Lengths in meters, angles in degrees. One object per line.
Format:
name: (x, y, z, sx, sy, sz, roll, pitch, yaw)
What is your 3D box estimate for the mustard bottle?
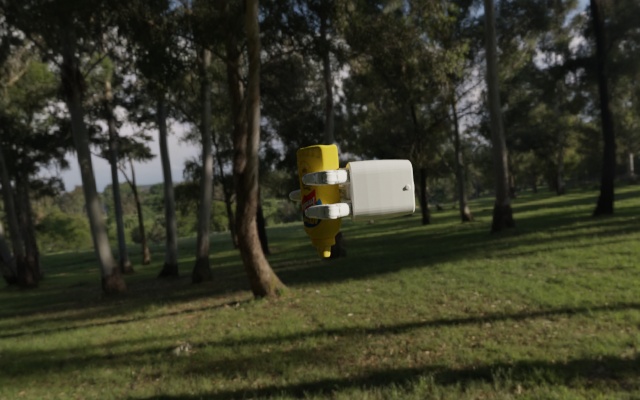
mustard bottle: (0.000, 0.002, 0.830, 0.058, 0.191, 0.096, -6, 3, -30)
